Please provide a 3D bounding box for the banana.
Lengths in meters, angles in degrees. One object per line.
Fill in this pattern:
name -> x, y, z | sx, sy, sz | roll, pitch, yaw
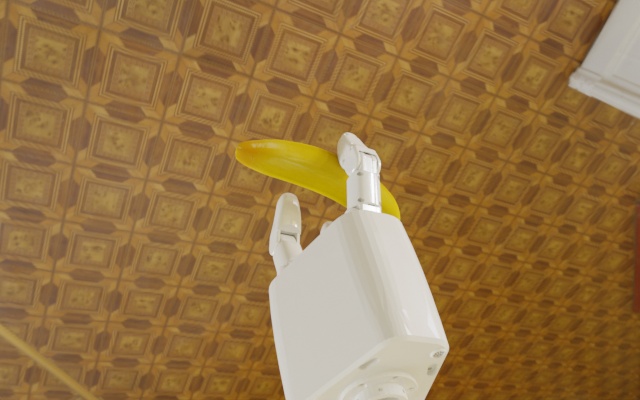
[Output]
banana -> 0.016, -0.006, 0.430 | 0.070, 0.037, 0.198 | -33, -49, 25
